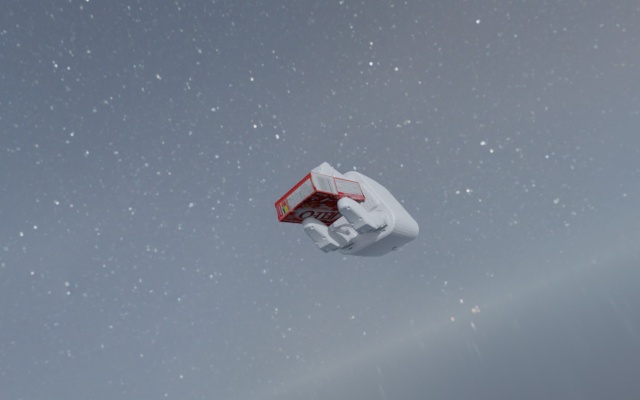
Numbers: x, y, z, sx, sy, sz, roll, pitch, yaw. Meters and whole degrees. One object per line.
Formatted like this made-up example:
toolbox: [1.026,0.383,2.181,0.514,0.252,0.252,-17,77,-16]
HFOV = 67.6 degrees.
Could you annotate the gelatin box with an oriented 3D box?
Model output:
gelatin box: [0.000,0.002,0.593,0.089,0.030,0.073,9,-37,-44]
